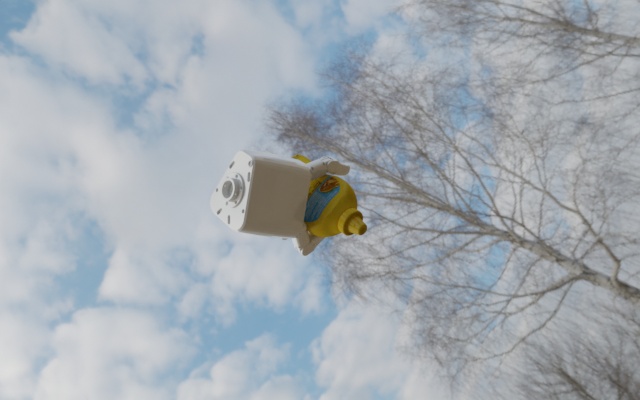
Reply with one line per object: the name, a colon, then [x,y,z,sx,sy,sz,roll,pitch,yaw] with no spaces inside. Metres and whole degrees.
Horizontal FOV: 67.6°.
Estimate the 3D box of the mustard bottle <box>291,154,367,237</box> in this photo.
mustard bottle: [0.000,0.002,0.743,0.191,0.096,0.058,33,-8,41]
